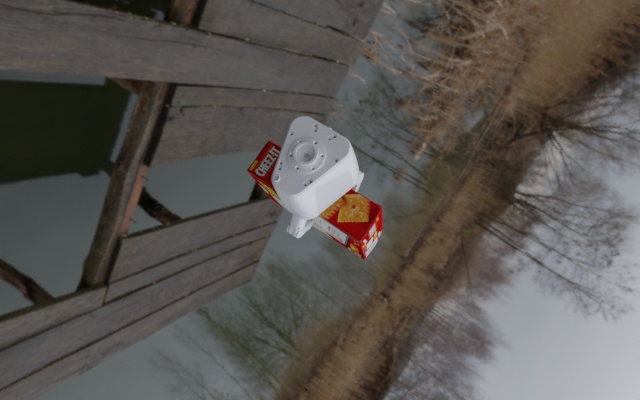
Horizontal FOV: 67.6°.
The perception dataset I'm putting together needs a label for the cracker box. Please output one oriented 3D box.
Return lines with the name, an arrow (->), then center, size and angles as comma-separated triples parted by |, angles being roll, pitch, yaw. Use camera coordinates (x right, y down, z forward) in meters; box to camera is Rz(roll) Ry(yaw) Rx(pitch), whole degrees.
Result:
cracker box -> 0.000, 0.003, 0.797 | 0.213, 0.072, 0.164 | 32, -9, 16
